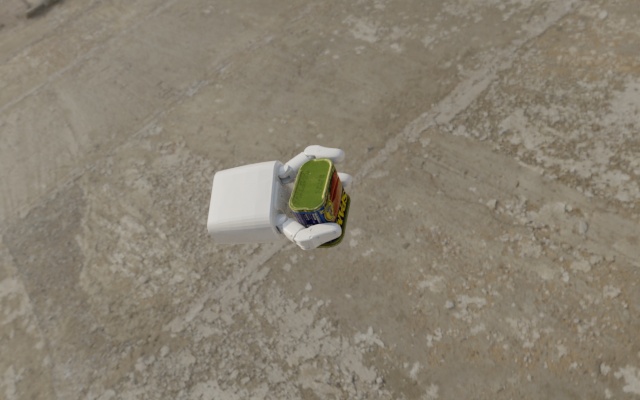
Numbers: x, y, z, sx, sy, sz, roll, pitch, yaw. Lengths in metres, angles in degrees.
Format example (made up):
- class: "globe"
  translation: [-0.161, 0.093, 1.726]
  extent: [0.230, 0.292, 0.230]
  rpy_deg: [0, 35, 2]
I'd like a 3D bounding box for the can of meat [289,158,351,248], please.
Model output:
- class: "can of meat"
  translation: [0.000, 0.002, 0.679]
  extent: [0.057, 0.102, 0.084]
  rpy_deg: [-4, -41, 21]
